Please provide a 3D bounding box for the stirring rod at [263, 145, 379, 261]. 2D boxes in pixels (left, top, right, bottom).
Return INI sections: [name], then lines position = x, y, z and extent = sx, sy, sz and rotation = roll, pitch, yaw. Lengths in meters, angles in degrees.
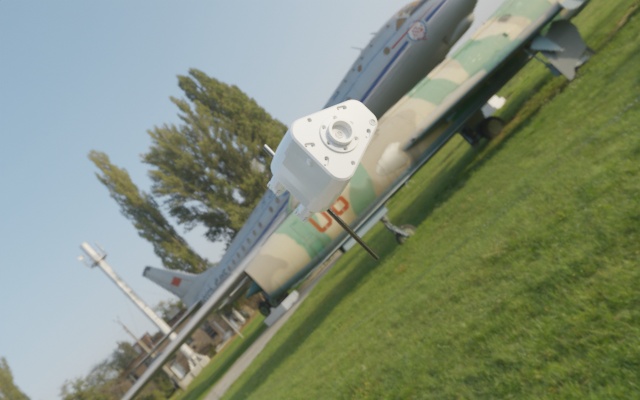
[stirring rod]
position = 0.000, 0.002, 0.717
extent = 0.239, 0.011, 0.011
rotation = 45, -3, 3
